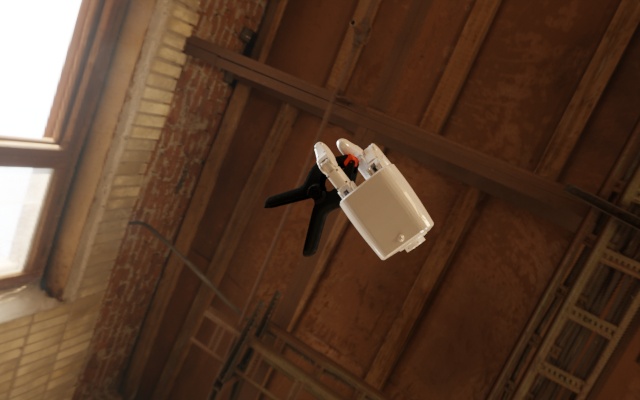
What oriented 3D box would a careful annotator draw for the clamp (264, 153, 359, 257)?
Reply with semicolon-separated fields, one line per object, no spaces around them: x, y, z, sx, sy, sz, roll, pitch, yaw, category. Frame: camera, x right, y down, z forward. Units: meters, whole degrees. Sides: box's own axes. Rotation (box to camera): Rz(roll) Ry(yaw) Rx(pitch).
0.000;0.002;0.744;0.171;0.120;0.039;-39;-13;19;clamp
